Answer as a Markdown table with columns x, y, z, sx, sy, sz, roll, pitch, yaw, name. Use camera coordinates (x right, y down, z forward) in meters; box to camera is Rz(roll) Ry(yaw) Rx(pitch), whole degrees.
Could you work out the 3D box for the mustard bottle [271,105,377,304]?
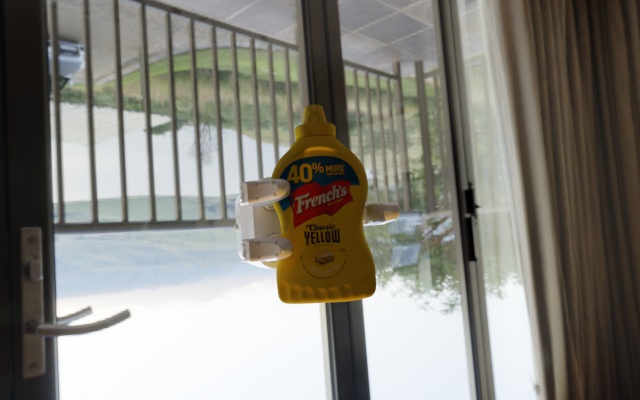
| x | y | z | sx | sy | sz | roll | pitch | yaw | name |
| --- | --- | --- | --- | --- | --- | --- | --- | --- | --- |
| 0.000 | 0.002 | 0.471 | 0.096 | 0.191 | 0.058 | -4 | -4 | 2 | mustard bottle |
